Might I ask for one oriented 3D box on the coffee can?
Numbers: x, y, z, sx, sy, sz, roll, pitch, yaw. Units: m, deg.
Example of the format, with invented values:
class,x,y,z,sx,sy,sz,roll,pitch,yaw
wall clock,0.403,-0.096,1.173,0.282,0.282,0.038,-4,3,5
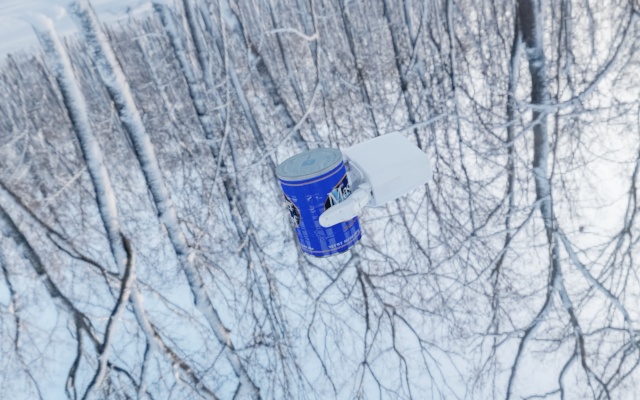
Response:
class,x,y,z,sx,sy,sz,roll,pitch,yaw
coffee can,0.000,0.002,0.739,0.103,0.140,0.102,-13,25,6
